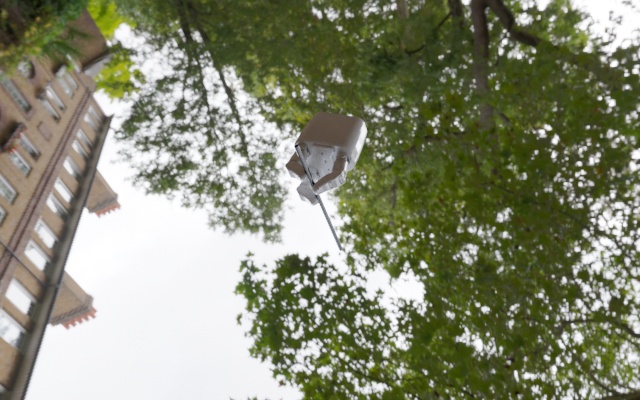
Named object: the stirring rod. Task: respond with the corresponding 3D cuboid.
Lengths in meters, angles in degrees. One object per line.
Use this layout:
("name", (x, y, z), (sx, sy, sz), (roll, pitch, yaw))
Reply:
("stirring rod", (0.000, 0.003, 0.839), (0.011, 0.240, 0.011), (-15, 36, 11))
